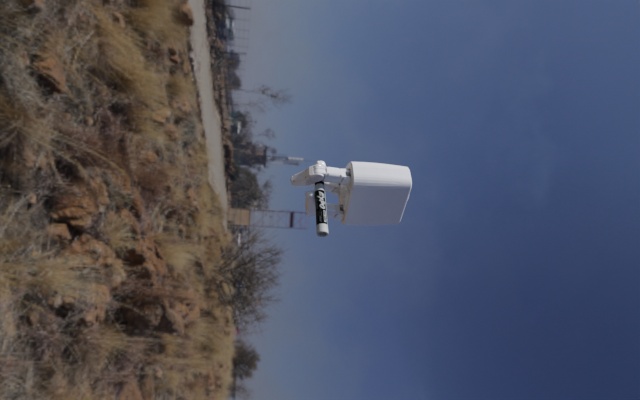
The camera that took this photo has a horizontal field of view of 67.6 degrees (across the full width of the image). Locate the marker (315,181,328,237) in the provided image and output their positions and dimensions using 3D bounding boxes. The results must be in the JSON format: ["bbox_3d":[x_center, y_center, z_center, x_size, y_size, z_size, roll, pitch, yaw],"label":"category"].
[{"bbox_3d":[0.000,0.003,0.783,0.020,0.121,0.020,-3,-32,-2],"label":"marker"}]
